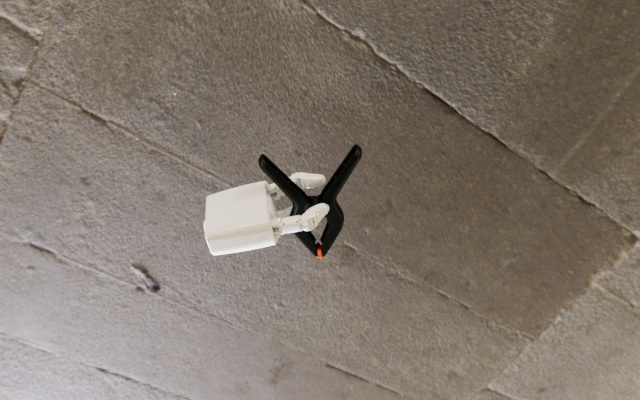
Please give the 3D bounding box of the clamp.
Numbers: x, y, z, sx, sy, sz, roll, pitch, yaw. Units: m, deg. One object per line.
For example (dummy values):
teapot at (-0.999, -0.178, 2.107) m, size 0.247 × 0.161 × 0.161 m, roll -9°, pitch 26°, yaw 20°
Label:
clamp at (0.000, 0.004, 0.800) m, size 0.164 × 0.210 × 0.036 m, roll -12°, pitch 29°, yaw 2°
